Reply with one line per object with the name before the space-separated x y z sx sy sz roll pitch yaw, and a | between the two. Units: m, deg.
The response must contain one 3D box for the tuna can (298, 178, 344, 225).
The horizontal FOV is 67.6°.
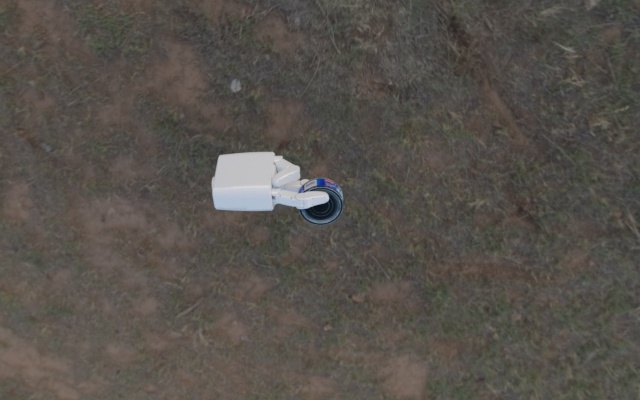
tuna can | 0.000 0.003 0.884 0.086 0.086 0.033 0 31 -3
